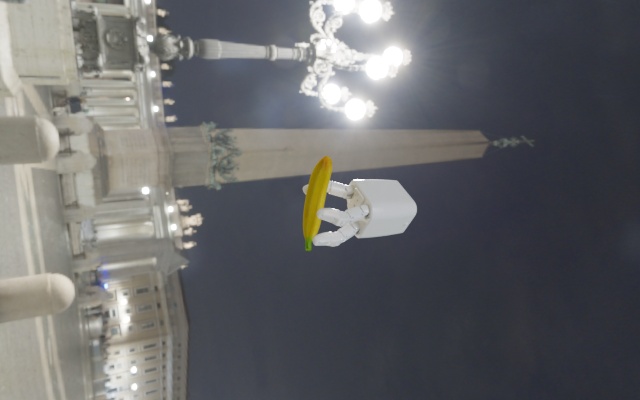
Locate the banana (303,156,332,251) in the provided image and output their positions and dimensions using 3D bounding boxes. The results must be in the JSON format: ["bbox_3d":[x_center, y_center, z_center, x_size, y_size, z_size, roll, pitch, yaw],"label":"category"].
[{"bbox_3d":[-0.005,-0.003,0.916,0.037,0.198,0.069,1,27,-18],"label":"banana"}]
